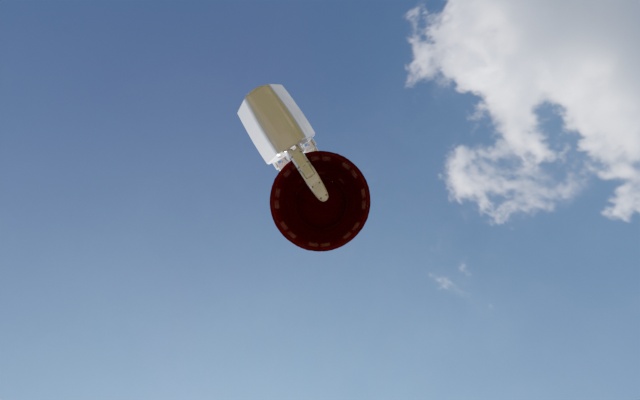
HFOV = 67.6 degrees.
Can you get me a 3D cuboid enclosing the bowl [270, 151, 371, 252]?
[{"bbox_3d":[0.001,0.004,0.786,0.162,0.162,0.055,0,-5,2],"label":"bowl"}]
